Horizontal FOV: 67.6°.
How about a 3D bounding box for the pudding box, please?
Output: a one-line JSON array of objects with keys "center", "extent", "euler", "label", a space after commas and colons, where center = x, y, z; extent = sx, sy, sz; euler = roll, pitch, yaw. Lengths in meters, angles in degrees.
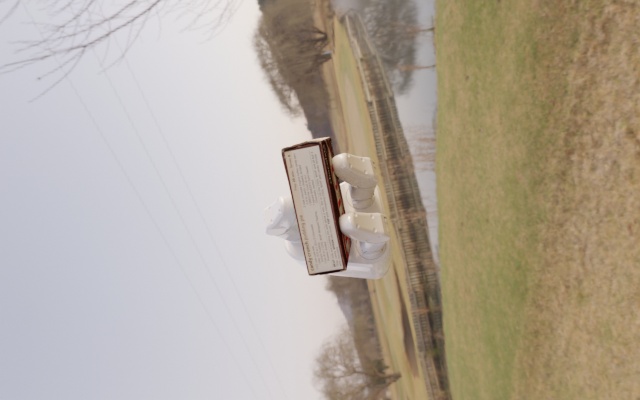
[{"center": [0.000, 0.001, 0.433], "extent": [0.039, 0.113, 0.090], "euler": [-13, 8, 7], "label": "pudding box"}]
